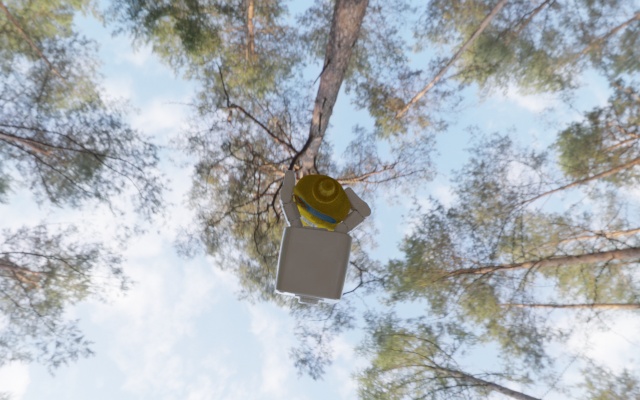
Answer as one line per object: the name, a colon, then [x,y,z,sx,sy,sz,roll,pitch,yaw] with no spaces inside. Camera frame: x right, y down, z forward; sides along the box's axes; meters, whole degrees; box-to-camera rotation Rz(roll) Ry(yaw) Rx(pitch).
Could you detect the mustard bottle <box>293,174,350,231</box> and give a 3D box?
mustard bottle: [0.000,0.002,0.784,0.096,0.058,0.192,35,-16,3]
